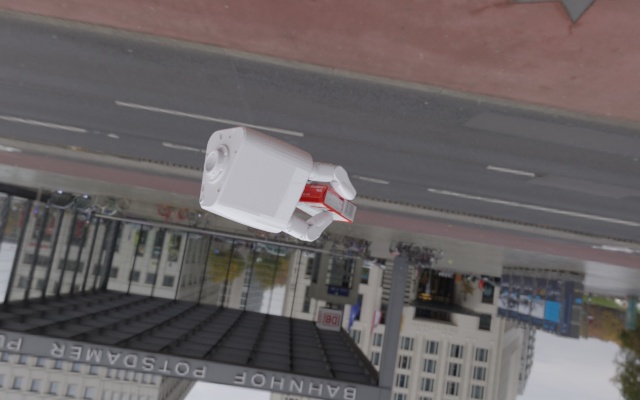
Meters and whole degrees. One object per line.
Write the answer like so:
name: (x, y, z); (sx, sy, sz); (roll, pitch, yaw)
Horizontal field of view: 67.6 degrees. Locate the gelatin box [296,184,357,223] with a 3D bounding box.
gelatin box: (0.000, 0.003, 0.705); (0.073, 0.030, 0.089); (6, -17, 37)
